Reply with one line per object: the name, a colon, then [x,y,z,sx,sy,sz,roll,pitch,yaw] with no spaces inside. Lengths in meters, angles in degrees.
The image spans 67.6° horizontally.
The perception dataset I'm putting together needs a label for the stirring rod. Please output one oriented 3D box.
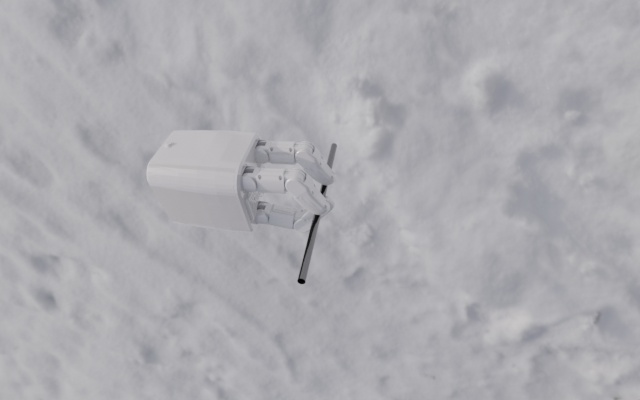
stirring rod: [0.000,0.002,0.542,0.011,0.011,0.239,0,38,11]
